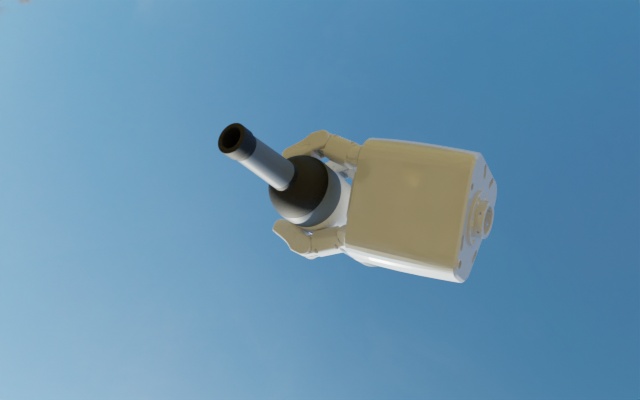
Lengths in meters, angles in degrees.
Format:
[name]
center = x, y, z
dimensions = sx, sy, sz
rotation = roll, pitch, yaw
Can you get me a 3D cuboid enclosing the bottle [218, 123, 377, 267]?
[bottle]
center = 0.000, 0.002, 0.495
dimensions = 0.069, 0.069, 0.296
rotation = 0, -20, 31
